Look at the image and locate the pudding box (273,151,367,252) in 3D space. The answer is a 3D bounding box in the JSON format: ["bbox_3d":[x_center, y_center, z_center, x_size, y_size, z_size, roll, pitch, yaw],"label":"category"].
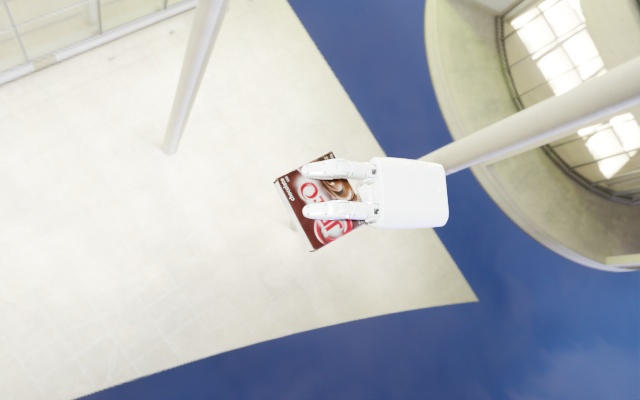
[{"bbox_3d":[0.000,0.002,0.657,0.090,0.113,0.039,-28,-2,-19],"label":"pudding box"}]
